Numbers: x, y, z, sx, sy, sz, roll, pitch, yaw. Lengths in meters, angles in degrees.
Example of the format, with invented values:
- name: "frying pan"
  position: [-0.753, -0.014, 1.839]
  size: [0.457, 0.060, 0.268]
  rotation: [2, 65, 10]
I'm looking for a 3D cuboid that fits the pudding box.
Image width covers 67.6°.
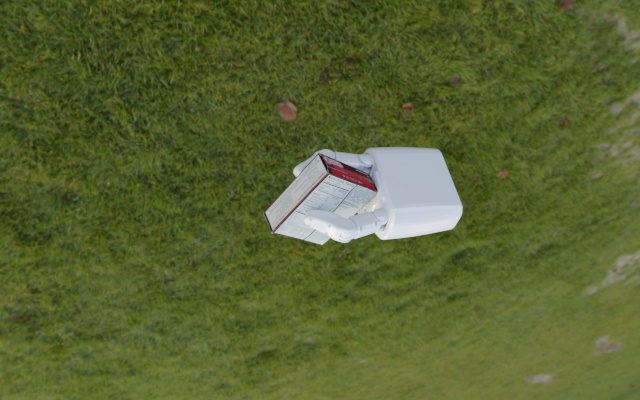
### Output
- name: "pudding box"
  position: [0.000, 0.002, 0.582]
  size: [0.090, 0.039, 0.113]
  rotation: [19, -56, -42]
